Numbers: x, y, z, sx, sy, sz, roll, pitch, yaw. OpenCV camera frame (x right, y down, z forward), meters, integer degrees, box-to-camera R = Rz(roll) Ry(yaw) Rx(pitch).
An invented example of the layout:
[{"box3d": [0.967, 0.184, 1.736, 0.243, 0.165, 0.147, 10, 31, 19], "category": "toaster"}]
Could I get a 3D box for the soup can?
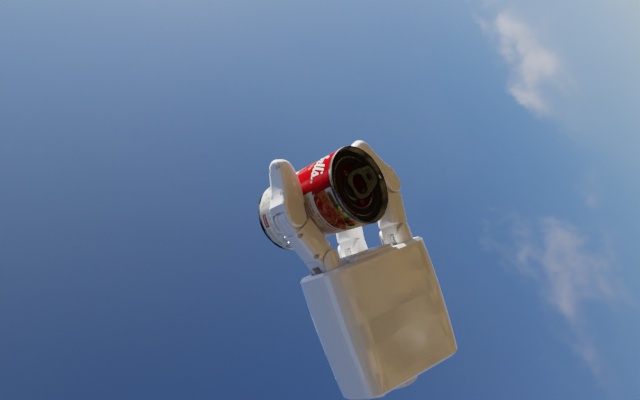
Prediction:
[{"box3d": [0.000, 0.001, 0.427, 0.068, 0.068, 0.102, 0, -17, -44], "category": "soup can"}]
